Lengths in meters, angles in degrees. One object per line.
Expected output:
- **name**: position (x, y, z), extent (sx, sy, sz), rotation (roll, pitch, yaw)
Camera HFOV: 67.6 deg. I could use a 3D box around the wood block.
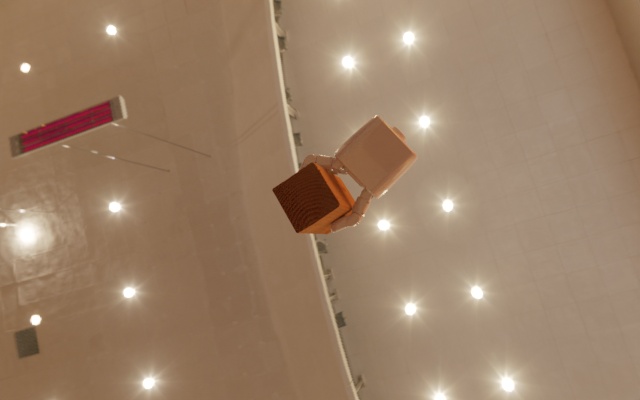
- **wood block**: position (0.001, 0.003, 0.891), extent (0.090, 0.091, 0.206), rotation (-33, -12, 10)
